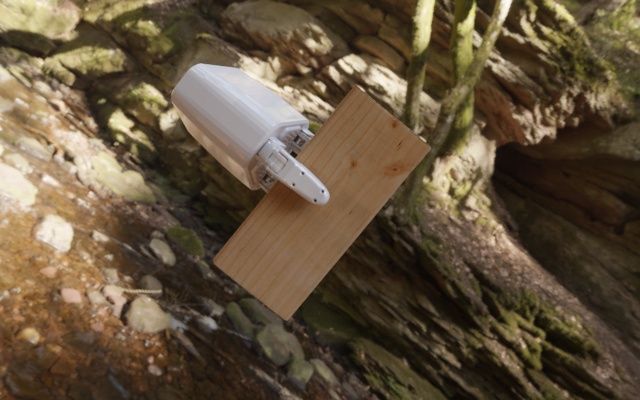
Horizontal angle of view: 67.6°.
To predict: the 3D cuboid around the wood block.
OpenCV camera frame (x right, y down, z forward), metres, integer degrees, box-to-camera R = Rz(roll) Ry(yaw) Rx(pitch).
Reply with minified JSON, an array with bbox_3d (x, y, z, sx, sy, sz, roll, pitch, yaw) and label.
[{"bbox_3d":[0.000,0.001,0.471,0.090,0.206,0.091,39,4,-3],"label":"wood block"}]
